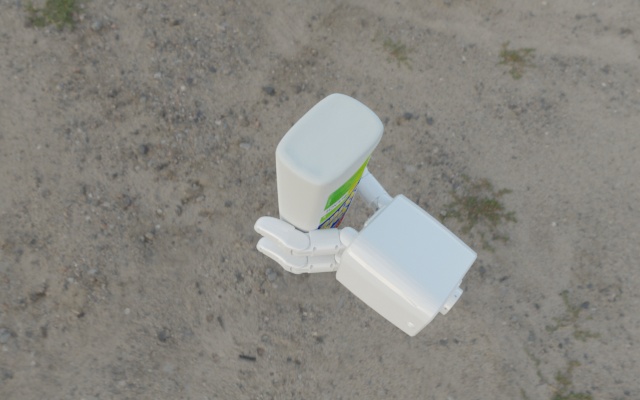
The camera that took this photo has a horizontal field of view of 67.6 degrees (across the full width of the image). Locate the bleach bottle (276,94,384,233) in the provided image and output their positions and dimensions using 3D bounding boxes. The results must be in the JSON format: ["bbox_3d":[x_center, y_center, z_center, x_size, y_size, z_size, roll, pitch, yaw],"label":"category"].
[{"bbox_3d":[0.000,0.002,0.526,0.068,0.102,0.251,38,-23,15],"label":"bleach bottle"}]
